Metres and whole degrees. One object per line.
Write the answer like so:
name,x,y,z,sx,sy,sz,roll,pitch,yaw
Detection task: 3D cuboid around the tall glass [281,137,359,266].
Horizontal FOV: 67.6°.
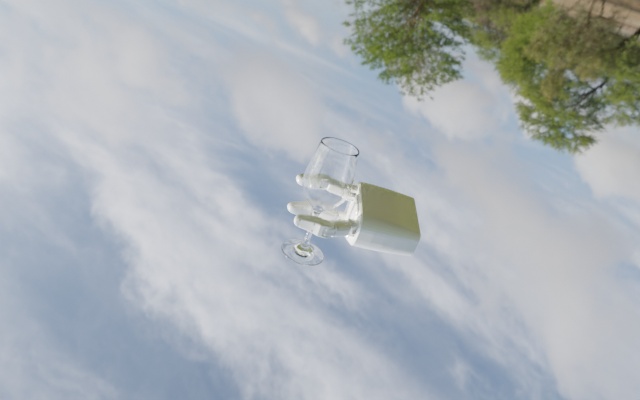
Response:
tall glass,0.000,0.003,0.760,0.079,0.201,0.079,15,26,-8
